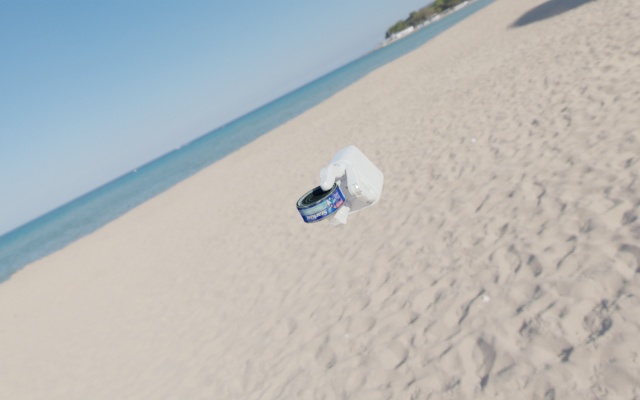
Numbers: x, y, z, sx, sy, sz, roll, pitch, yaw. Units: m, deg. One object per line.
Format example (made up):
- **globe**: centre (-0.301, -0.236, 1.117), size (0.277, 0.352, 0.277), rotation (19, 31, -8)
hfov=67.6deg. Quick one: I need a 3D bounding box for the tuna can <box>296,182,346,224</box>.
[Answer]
- **tuna can**: centre (0.000, 0.002, 0.844), size (0.086, 0.034, 0.086), rotation (-26, 19, 9)
